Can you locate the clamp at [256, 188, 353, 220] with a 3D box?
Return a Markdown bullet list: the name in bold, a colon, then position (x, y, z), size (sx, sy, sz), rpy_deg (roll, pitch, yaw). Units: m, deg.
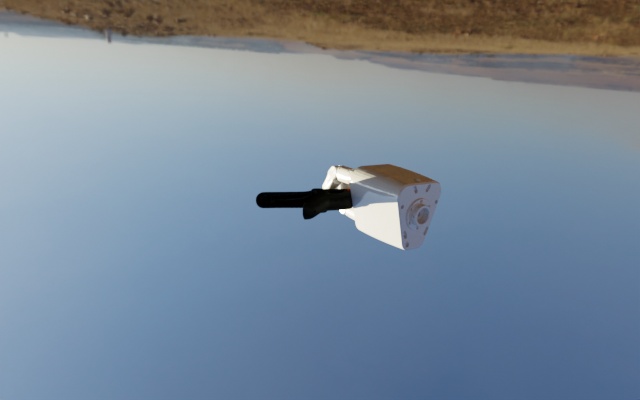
- **clamp**: position (0.000, 0.003, 0.741), size (0.171, 0.039, 0.120), rpy_deg (-7, 20, -35)
